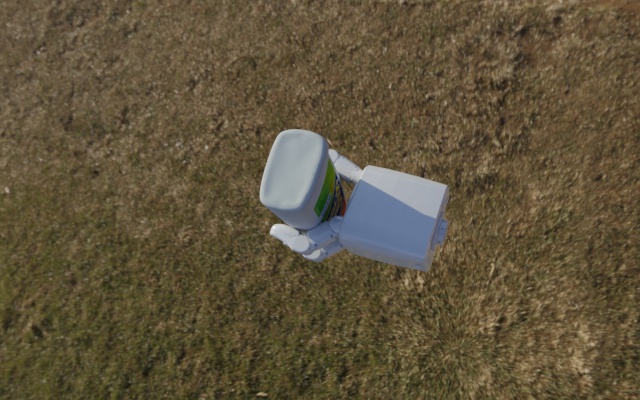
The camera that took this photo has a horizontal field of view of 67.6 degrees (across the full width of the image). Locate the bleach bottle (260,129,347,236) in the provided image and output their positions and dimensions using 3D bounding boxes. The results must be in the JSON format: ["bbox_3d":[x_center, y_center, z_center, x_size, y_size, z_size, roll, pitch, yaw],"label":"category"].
[{"bbox_3d":[0.000,0.002,0.646,0.068,0.102,0.251,13,-13,19],"label":"bleach bottle"}]
